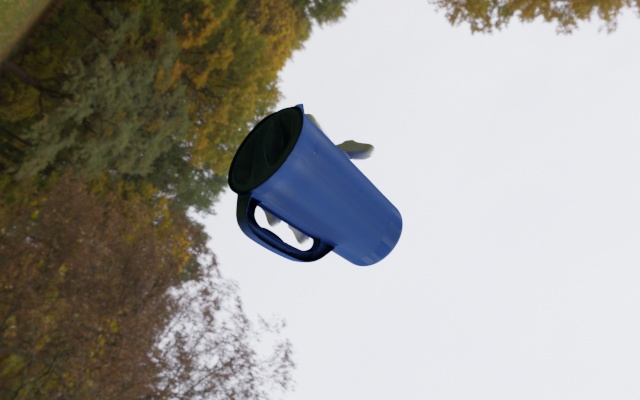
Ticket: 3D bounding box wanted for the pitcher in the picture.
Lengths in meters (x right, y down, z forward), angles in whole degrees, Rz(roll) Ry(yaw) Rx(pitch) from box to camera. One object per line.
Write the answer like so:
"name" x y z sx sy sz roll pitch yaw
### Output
"pitcher" 0.000 0.002 0.650 0.243 0.149 0.145 38 17 -33
